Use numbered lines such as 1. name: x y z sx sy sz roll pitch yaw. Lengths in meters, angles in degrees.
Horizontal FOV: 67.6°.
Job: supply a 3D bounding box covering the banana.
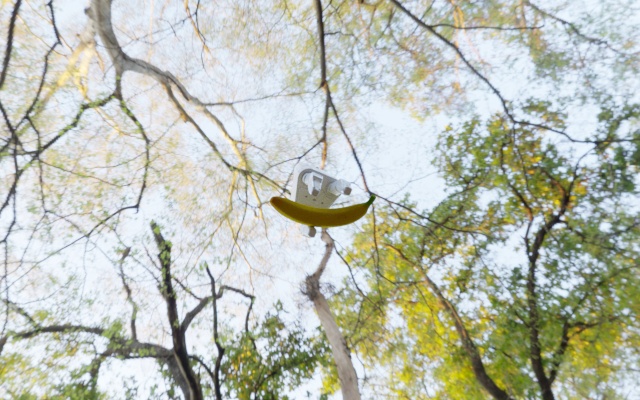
1. banana: 0.003 0.020 0.898 0.198 0.070 0.037 -2 23 -8
